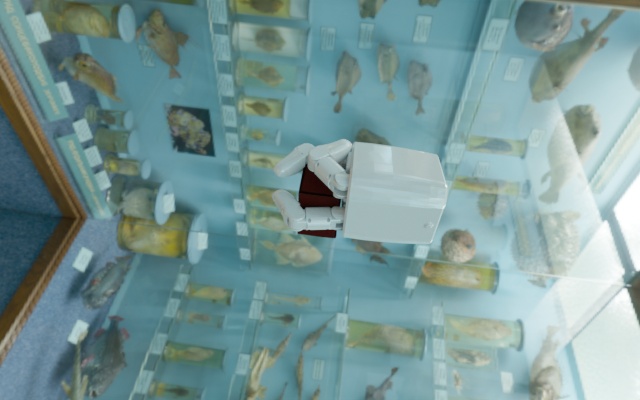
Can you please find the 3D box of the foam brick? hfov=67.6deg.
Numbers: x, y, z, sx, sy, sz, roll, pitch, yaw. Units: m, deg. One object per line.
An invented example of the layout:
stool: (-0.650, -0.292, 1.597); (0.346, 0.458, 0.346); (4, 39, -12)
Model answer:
foam brick: (0.000, 0.002, 0.596); (0.051, 0.053, 0.078); (7, -43, 2)
